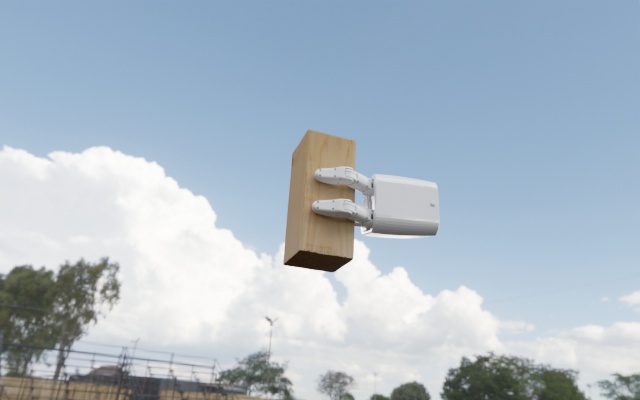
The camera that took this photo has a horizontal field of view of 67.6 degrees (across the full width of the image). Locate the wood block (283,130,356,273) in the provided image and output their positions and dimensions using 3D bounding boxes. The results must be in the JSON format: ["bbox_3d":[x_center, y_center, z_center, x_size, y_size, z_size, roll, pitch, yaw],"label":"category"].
[{"bbox_3d":[0.000,0.003,0.782,0.090,0.206,0.091,11,-26,-17],"label":"wood block"}]
